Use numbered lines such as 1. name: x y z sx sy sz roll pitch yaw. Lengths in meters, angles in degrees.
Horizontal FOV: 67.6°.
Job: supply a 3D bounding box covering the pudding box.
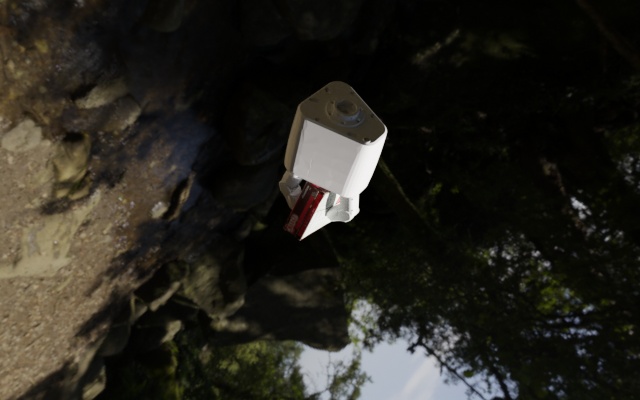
1. pudding box: 0.000 0.002 0.729 0.039 0.090 0.113 38 28 16
